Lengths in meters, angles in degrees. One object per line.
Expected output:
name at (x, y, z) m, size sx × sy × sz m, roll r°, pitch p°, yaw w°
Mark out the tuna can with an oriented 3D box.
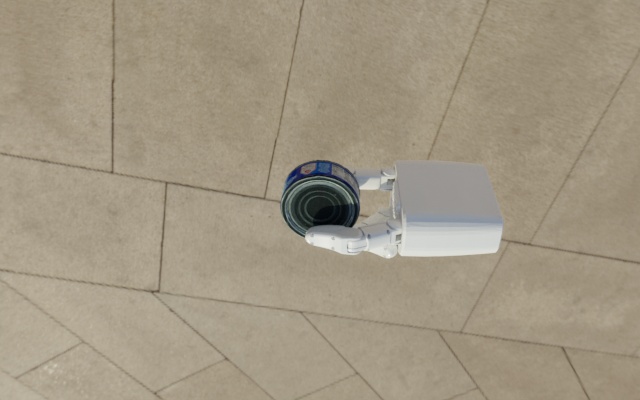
tuna can at (0.000, 0.002, 0.513) m, size 0.086 × 0.086 × 0.033 m, roll 0°, pitch 33°, yaw 4°
